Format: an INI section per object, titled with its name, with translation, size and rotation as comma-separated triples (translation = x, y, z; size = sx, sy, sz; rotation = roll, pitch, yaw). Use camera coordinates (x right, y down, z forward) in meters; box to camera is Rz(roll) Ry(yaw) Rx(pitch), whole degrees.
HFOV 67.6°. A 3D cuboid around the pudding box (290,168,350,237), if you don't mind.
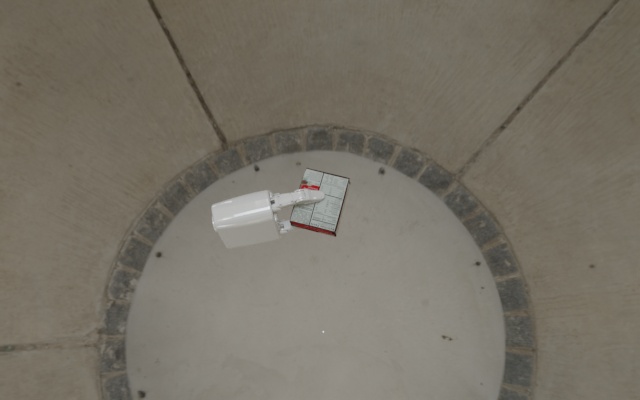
[pudding box]
translation = 0.000, 0.003, 0.894
size = 0.090, 0.113, 0.039
rotation = 14, -14, 6
